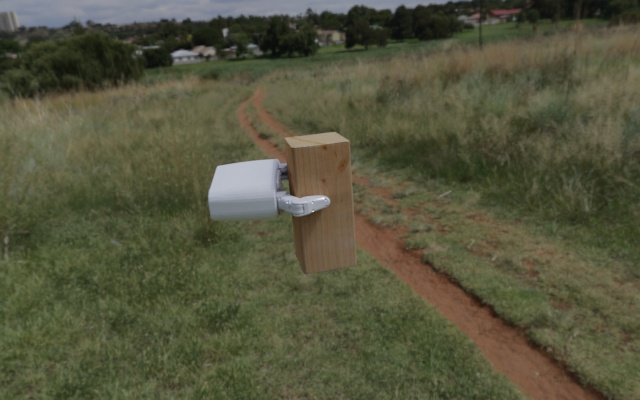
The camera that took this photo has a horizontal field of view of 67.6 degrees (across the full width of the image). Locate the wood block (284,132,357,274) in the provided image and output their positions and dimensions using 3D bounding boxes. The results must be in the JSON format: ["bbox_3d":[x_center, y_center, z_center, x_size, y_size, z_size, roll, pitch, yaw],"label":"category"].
[{"bbox_3d":[0.000,0.003,0.775,0.090,0.206,0.090,-8,19,-10],"label":"wood block"}]
